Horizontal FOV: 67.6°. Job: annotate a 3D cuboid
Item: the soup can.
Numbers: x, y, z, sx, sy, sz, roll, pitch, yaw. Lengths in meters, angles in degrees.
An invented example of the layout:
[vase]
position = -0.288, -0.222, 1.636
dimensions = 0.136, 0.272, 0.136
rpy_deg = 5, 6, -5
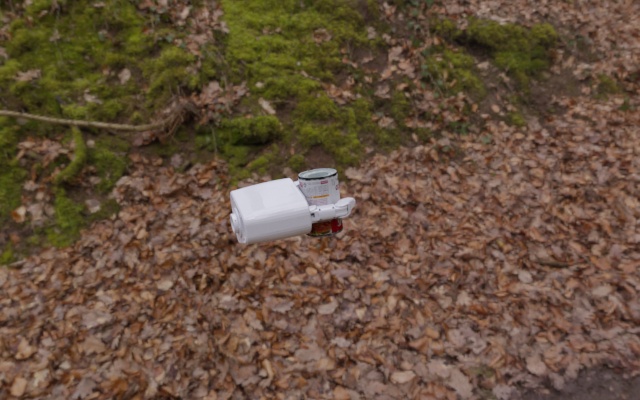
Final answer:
[soup can]
position = 0.001, 0.002, 0.807
dimensions = 0.068, 0.102, 0.068
rpy_deg = -6, 16, 2
